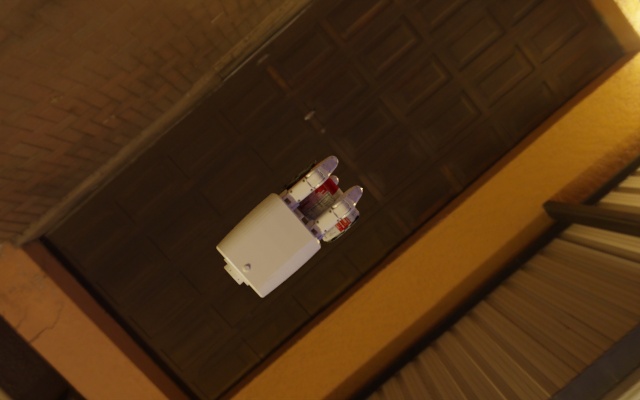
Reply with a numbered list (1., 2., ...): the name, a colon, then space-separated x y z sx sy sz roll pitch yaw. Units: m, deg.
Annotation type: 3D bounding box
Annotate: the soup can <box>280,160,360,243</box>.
1. soup can: 0.001 0.002 0.689 0.068 0.102 0.068 -40 7 6
